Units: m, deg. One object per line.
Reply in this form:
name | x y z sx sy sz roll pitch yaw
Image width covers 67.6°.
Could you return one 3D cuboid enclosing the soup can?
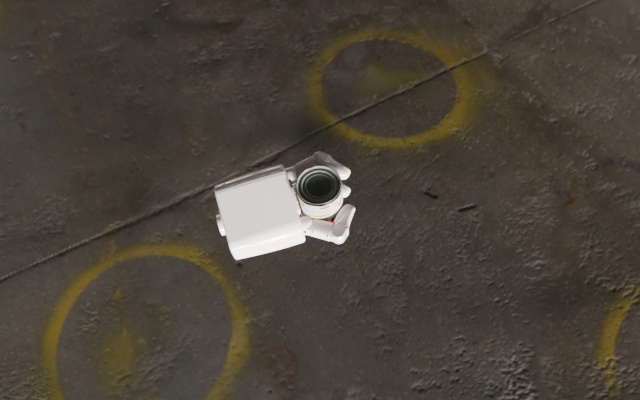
soup can | 0.001 0.002 0.706 0.068 0.068 0.102 0 -29 4
